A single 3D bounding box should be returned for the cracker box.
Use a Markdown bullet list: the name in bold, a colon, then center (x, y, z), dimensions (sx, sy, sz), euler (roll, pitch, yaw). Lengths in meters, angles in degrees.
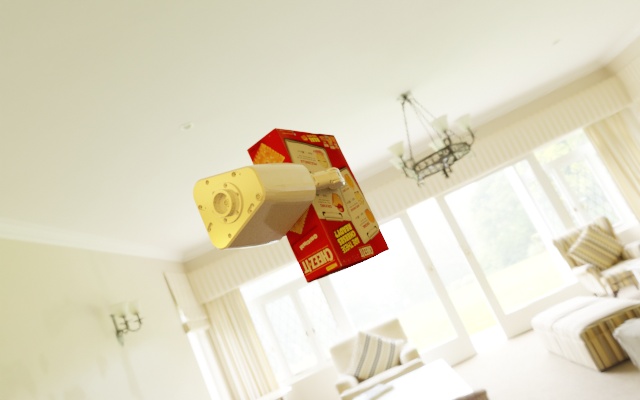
- **cracker box**: center (0.000, 0.002, 0.720), dimensions (0.072, 0.213, 0.164), euler (-31, -13, 29)
